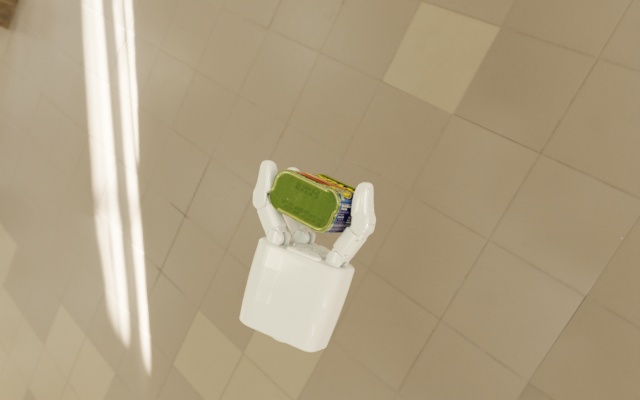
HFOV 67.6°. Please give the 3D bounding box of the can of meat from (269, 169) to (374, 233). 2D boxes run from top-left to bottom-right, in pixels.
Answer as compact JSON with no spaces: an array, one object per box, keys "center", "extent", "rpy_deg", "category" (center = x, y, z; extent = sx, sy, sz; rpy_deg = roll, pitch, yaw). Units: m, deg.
[{"center":[0.000,0.002,0.580],"extent":[0.102,0.057,0.084],"rpy_deg":[26,11,31],"category":"can of meat"}]
